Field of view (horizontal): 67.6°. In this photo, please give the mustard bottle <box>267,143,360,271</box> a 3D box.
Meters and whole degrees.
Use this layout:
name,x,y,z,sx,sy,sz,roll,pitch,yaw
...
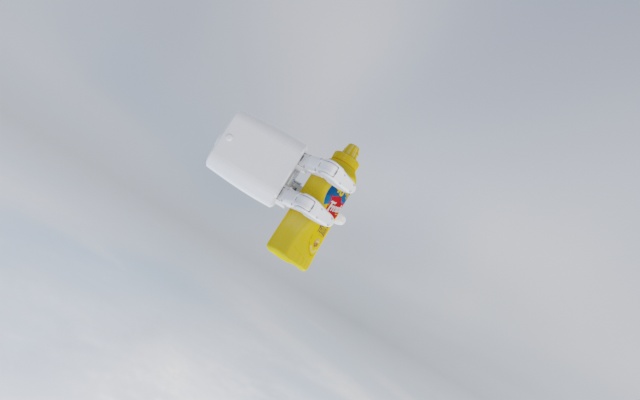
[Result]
name,x,y,z,sx,sy,sz,roll,pitch,yaw
mustard bottle,0.000,0.003,0.675,0.058,0.191,0.096,26,-11,24
